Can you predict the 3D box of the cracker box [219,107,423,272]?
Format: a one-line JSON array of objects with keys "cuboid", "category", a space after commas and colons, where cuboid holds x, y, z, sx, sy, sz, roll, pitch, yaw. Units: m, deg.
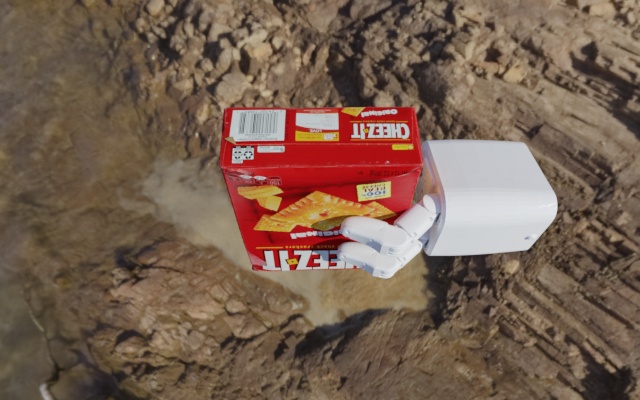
[{"cuboid": [0.000, 0.001, 0.476, 0.164, 0.072, 0.214, 0, -31, 0], "category": "cracker box"}]
